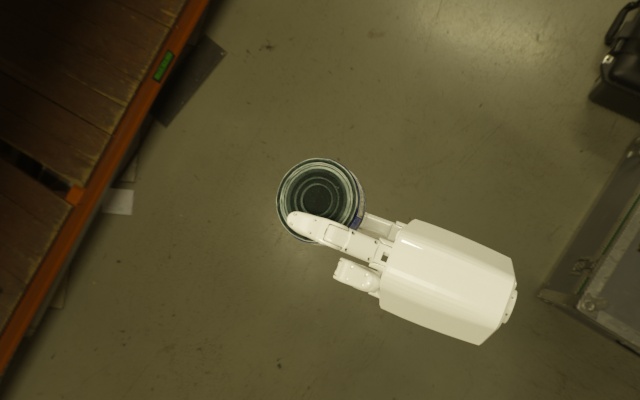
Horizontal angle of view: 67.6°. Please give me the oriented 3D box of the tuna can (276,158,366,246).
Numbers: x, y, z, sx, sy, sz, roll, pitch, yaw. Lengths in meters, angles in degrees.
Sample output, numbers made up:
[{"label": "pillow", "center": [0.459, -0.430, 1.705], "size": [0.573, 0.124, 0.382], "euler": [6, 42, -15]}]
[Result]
[{"label": "tuna can", "center": [0.000, 0.001, 0.472], "size": [0.086, 0.086, 0.034], "euler": [0, -9, 17]}]
